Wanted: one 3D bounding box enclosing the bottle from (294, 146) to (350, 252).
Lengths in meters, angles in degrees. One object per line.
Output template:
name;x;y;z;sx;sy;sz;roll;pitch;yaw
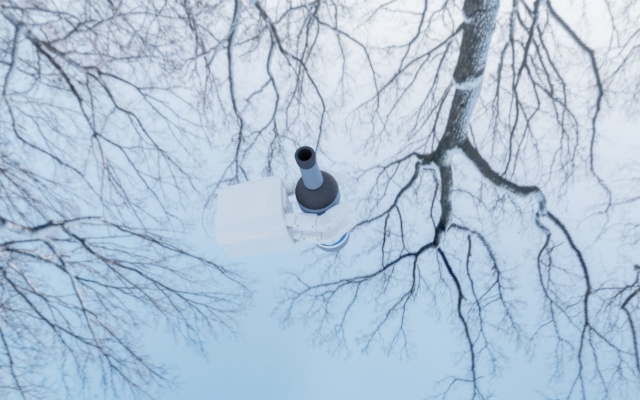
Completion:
bottle;0.000;0.003;0.744;0.069;0.069;0.296;0;-25;9
